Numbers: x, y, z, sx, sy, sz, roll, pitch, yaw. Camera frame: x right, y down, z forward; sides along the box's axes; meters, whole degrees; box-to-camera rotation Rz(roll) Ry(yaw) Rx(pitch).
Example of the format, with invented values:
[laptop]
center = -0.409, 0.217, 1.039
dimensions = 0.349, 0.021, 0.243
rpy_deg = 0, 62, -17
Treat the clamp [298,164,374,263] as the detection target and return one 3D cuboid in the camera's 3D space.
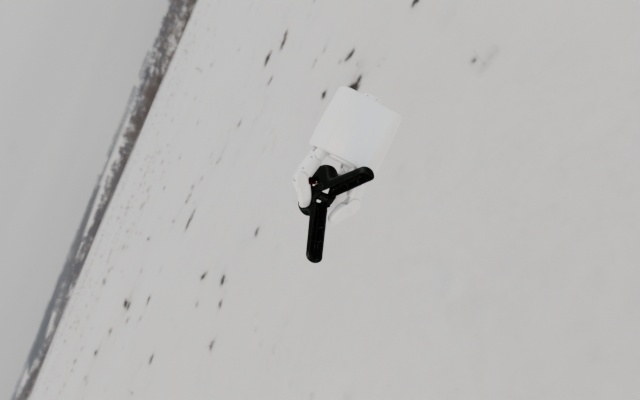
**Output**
[clamp]
center = -0.001, 0.002, 0.781
dimensions = 0.036, 0.164, 0.210
rpy_deg = 29, 2, -24
